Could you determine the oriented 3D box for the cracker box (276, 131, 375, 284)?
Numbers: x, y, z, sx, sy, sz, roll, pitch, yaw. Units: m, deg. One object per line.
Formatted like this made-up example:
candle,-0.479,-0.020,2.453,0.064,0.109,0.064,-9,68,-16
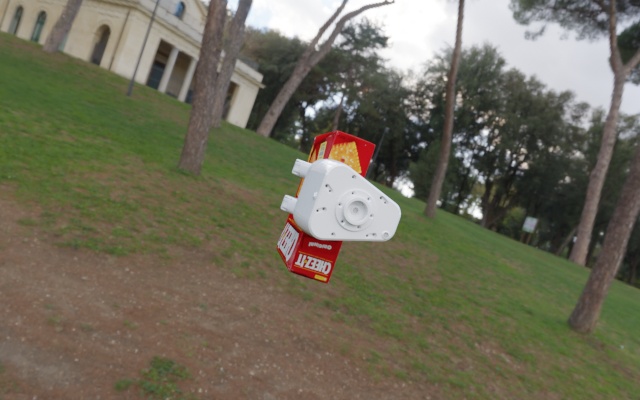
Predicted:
cracker box,0.000,0.002,0.756,0.072,0.213,0.164,19,2,-12
